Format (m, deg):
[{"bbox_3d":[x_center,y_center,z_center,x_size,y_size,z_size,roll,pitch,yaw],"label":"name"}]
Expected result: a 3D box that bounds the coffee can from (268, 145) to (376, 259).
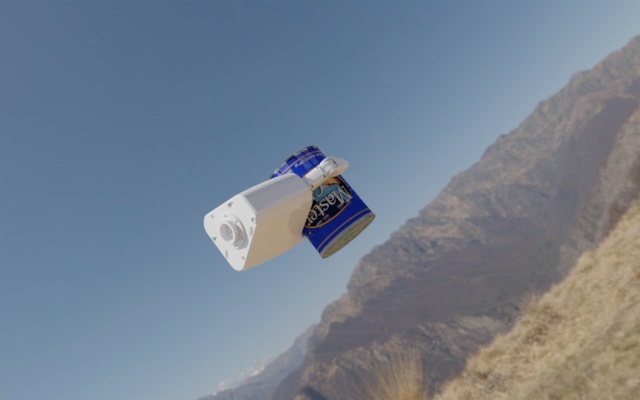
[{"bbox_3d":[0.000,0.002,0.726,0.103,0.140,0.103,-37,-13,-10],"label":"coffee can"}]
